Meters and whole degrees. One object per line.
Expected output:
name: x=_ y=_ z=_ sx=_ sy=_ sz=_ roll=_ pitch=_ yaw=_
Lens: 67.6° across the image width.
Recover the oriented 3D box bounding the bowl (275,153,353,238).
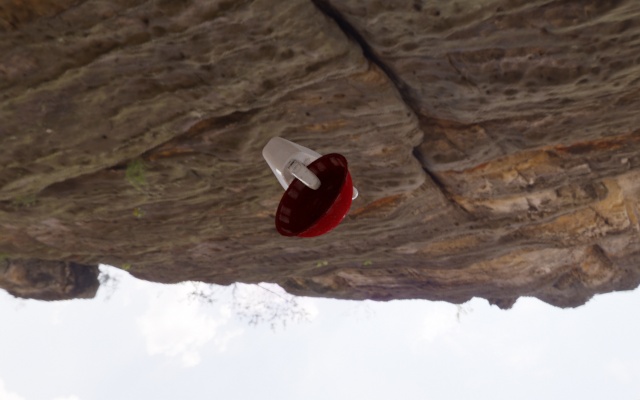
bowl: x=0.001 y=0.003 z=0.778 sx=0.055 sy=0.162 sz=0.162 roll=39 pitch=-21 yaw=-28
